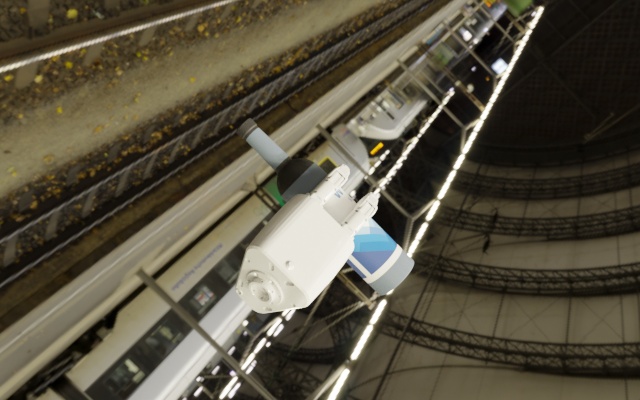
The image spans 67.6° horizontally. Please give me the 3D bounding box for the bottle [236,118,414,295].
[{"bbox_3d":[0.000,0.002,0.648,0.296,0.069,0.069,45,2,-2],"label":"bottle"}]
